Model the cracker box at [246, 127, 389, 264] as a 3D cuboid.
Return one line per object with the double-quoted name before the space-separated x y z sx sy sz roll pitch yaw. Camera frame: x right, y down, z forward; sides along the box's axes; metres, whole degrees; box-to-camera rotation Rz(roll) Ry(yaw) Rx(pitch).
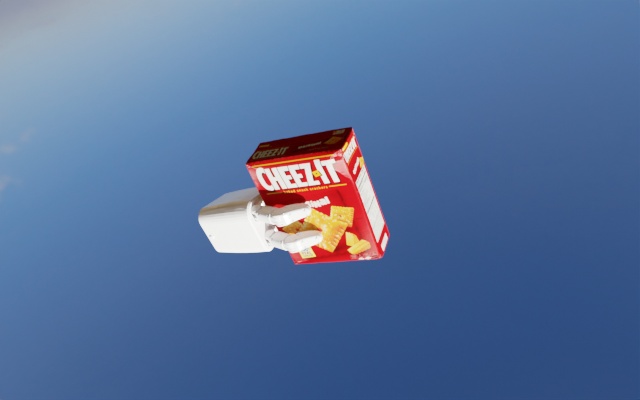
"cracker box" 0.000 0.003 0.763 0.164 0.214 0.072 -6 35 25
